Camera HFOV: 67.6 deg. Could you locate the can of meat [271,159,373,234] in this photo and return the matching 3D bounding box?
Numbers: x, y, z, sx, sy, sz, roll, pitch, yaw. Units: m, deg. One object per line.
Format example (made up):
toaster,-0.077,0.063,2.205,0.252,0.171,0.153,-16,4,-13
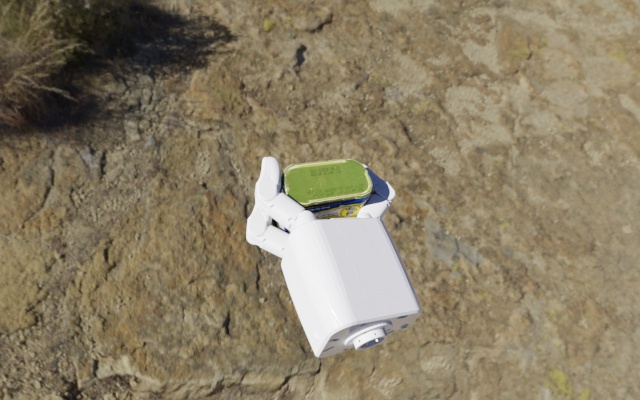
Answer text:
can of meat,0.000,0.001,0.531,0.102,0.057,0.084,-9,-31,-19
